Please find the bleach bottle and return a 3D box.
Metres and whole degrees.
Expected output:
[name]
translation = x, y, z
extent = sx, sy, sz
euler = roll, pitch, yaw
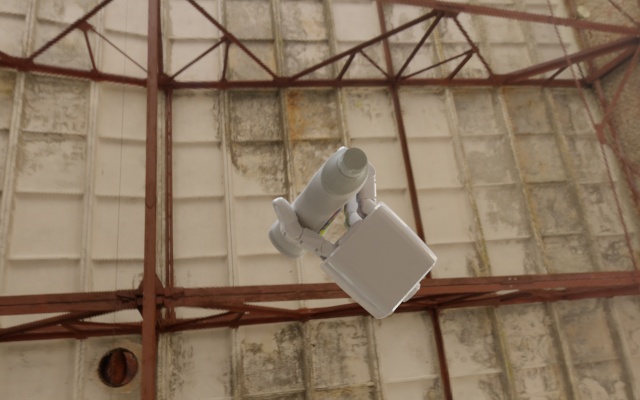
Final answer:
[bleach bottle]
translation = 0.000, 0.002, 0.636
extent = 0.102, 0.068, 0.251
euler = -45, -3, -25
